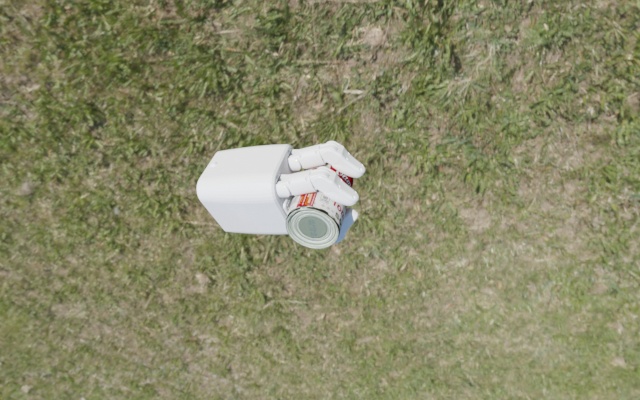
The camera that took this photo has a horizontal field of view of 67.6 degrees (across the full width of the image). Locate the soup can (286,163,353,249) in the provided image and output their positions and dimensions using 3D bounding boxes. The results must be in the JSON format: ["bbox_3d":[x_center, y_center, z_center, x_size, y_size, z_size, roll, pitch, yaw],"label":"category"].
[{"bbox_3d":[0.001,0.002,0.599,0.068,0.069,0.102,0,39,16],"label":"soup can"}]
